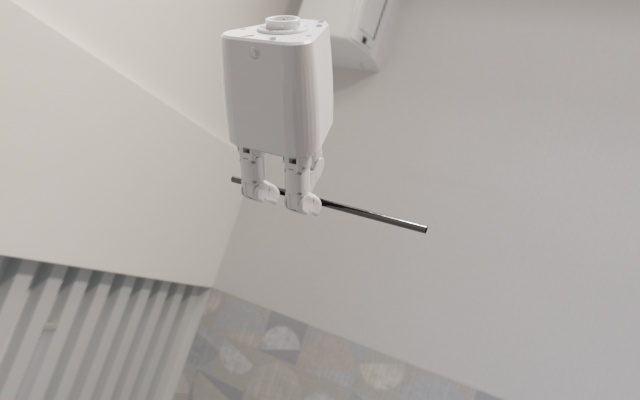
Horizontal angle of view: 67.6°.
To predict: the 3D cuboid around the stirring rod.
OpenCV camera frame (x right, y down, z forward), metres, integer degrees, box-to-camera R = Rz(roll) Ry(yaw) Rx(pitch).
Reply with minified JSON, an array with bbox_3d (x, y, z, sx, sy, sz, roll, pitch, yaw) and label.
[{"bbox_3d":[0.000,0.002,0.528,0.239,0.011,0.011,15,6,24],"label":"stirring rod"}]
